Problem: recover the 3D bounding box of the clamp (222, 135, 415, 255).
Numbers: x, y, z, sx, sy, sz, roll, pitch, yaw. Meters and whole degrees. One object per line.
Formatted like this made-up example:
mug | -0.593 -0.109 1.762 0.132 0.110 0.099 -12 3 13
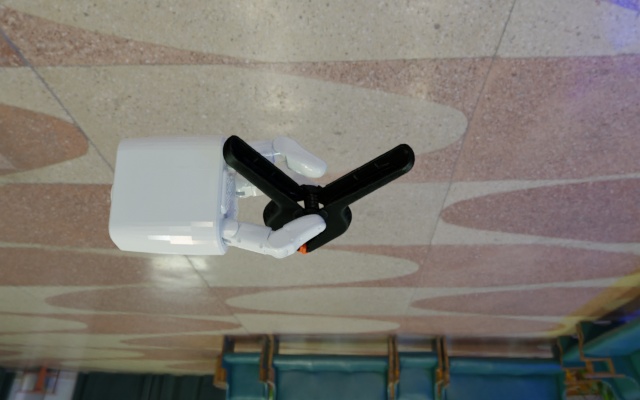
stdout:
clamp | 0.000 0.003 0.482 0.164 0.036 0.210 0 -29 0
